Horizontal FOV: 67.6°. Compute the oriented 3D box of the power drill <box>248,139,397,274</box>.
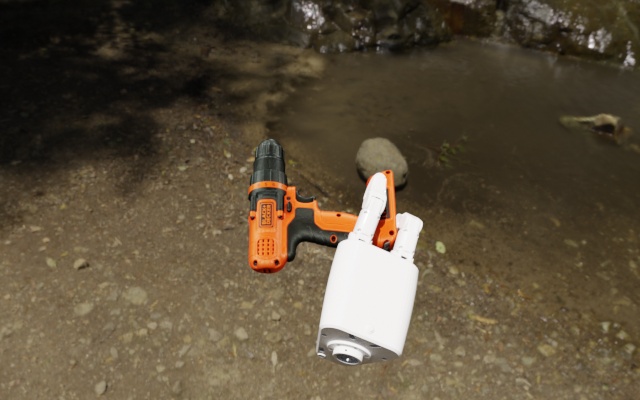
[{"bbox_3d":[0.001,0.002,0.618,0.187,0.184,0.057,-2,-22,1],"label":"power drill"}]
